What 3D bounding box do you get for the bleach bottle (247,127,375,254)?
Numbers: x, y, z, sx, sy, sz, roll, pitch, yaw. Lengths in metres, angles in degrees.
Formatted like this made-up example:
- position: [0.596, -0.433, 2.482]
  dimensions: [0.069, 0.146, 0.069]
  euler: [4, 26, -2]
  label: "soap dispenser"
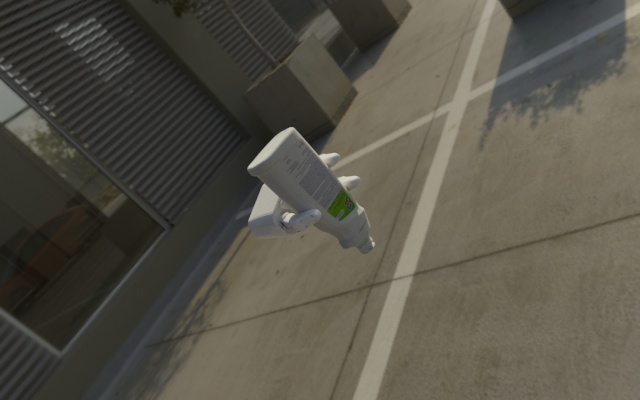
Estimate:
- position: [0.000, 0.002, 0.796]
  dimensions: [0.251, 0.102, 0.068]
  euler: [48, -32, -19]
  label: "bleach bottle"
